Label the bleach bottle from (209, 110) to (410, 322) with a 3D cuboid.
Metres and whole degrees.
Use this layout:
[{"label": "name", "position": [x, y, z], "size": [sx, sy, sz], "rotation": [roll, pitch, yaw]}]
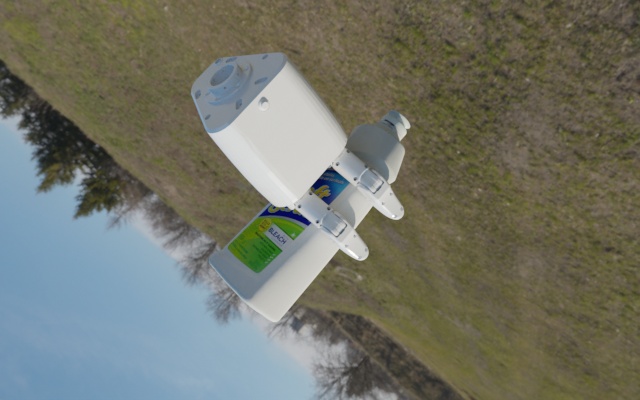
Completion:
[{"label": "bleach bottle", "position": [0.000, 0.002, 0.509], "size": [0.102, 0.251, 0.068], "rotation": [32, -12, 46]}]
